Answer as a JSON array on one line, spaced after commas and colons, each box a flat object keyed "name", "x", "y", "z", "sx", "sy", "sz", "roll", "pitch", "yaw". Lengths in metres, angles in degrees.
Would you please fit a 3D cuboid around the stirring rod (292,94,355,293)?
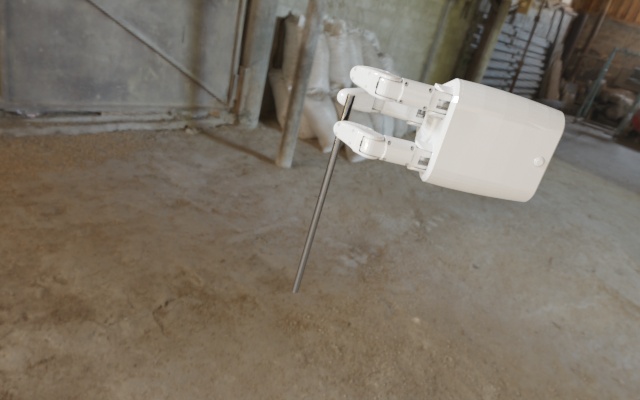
[{"name": "stirring rod", "x": 0.000, "y": 0.002, "z": 0.520, "sx": 0.011, "sy": 0.240, "sz": 0.011, "roll": 13, "pitch": 24, "yaw": -6}]
